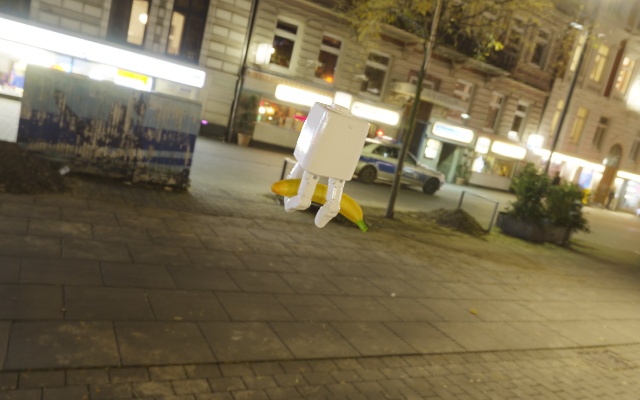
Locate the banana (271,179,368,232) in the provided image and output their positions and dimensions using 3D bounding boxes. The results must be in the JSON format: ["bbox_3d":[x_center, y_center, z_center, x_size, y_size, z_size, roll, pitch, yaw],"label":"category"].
[{"bbox_3d":[0.002,-0.005,0.886,0.198,0.037,0.069,22,25,-15],"label":"banana"}]
